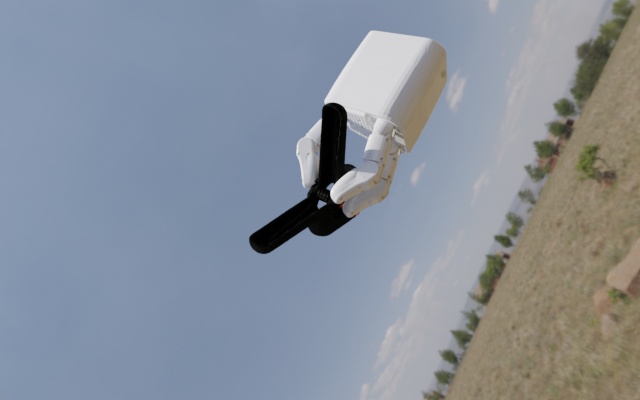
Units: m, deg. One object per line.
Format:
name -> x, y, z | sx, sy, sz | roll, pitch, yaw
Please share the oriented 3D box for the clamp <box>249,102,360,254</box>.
clamp -> 0.000, 0.001, 0.544 | 0.036, 0.164, 0.210 | 31, -6, 22
